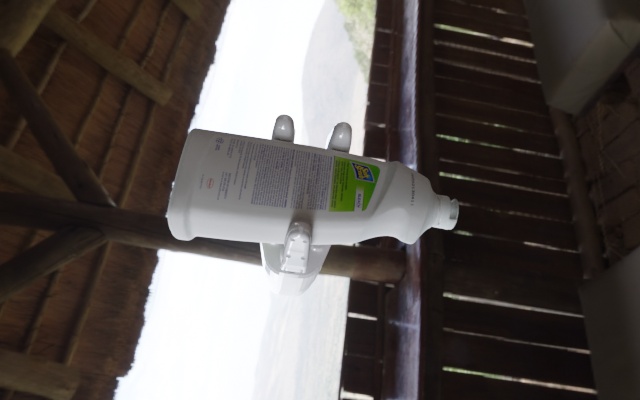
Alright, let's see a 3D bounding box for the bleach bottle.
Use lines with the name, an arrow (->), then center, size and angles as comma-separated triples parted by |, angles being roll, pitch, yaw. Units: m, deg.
bleach bottle -> 0.000, 0.001, 0.436 | 0.251, 0.102, 0.068 | 9, -25, -4
